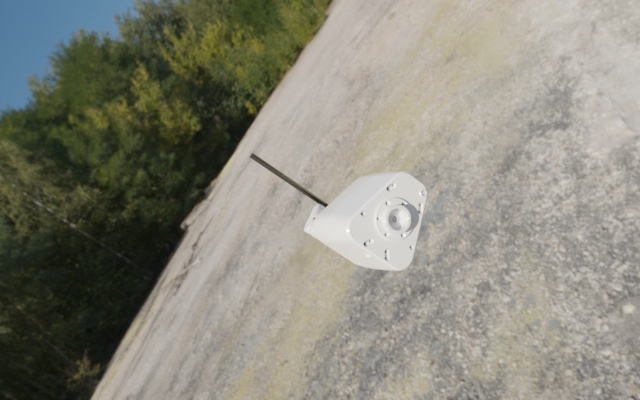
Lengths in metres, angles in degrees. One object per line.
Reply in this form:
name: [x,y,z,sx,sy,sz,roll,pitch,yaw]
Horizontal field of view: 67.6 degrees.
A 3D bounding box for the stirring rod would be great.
stirring rod: [0.000,0.002,0.693,0.239,0.011,0.011,34,-10,-15]
